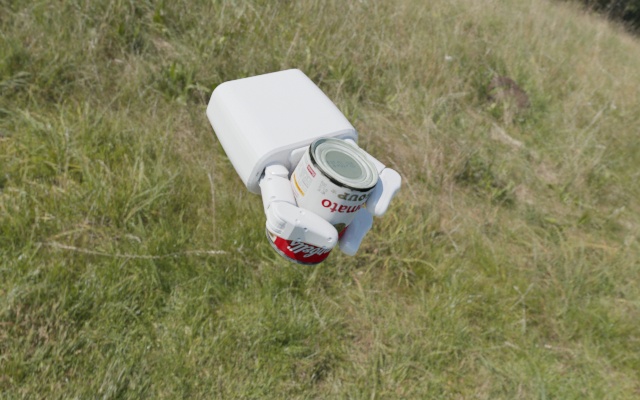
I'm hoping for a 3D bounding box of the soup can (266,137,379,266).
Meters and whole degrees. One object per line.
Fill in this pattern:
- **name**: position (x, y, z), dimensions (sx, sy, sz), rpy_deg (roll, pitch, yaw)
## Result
- **soup can**: position (0.000, 0.002, 0.434), dimensions (0.068, 0.068, 0.102), rpy_deg (0, -43, -36)
